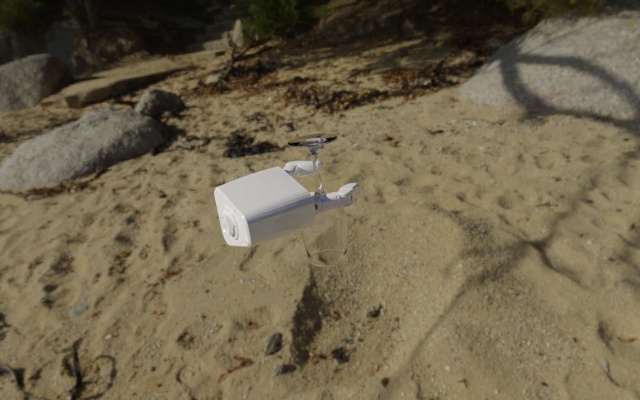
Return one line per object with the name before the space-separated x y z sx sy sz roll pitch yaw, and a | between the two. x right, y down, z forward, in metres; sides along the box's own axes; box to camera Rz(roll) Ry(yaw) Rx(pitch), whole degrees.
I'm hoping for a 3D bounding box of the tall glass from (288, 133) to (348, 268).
tall glass | 0.000 0.002 0.743 0.079 0.201 0.079 -7 20 3
